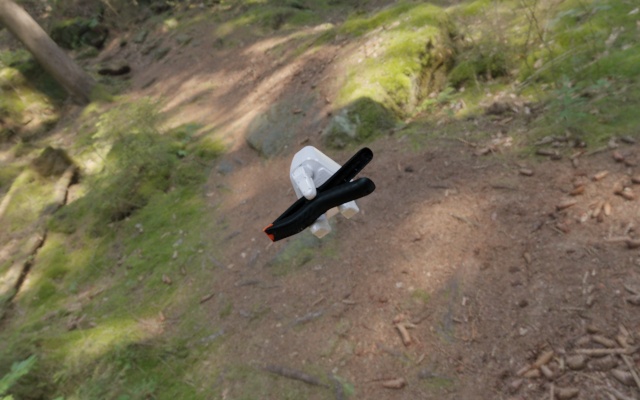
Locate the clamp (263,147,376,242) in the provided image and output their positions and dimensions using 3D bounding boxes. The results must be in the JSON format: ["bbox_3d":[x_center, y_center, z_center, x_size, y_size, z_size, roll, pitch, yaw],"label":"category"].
[{"bbox_3d":[-0.001,0.002,0.723,0.210,0.036,0.164,-36,14,10],"label":"clamp"}]
